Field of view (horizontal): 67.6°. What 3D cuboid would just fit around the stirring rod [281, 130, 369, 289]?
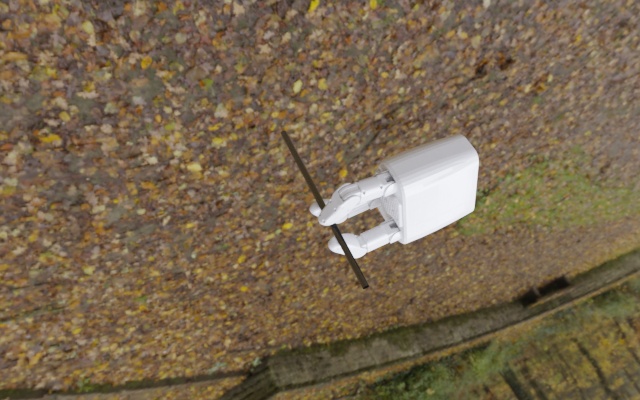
[{"bbox_3d":[0.000,0.002,0.578,0.011,0.239,0.011,-21,-30,-13],"label":"stirring rod"}]
